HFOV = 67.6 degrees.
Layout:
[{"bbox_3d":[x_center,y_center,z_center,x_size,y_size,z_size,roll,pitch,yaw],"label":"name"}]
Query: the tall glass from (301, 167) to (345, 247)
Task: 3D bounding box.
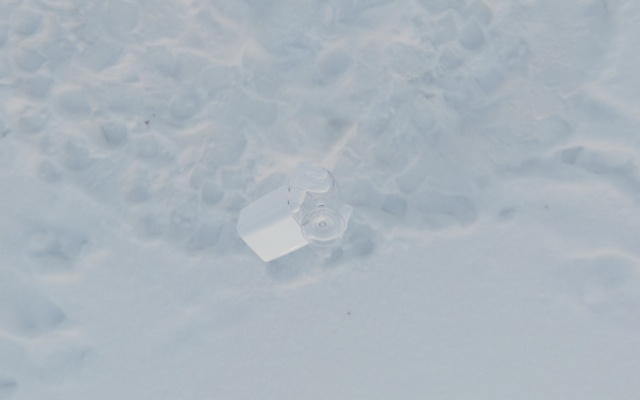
[{"bbox_3d":[0.000,0.003,0.886,0.079,0.079,0.201,0,26,-2],"label":"tall glass"}]
